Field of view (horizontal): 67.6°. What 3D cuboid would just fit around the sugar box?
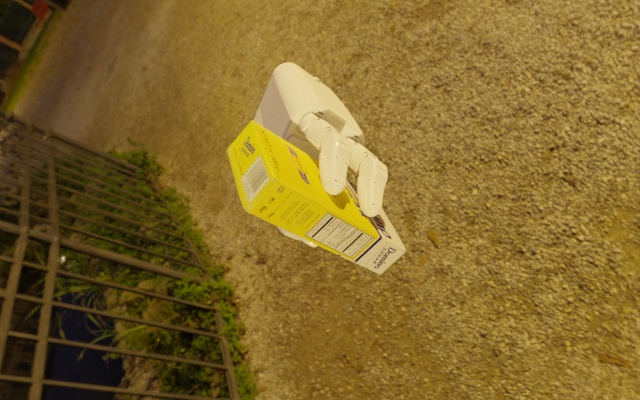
[{"bbox_3d":[0.000,0.001,0.455,0.176,0.048,0.093,26,27,-37],"label":"sugar box"}]
